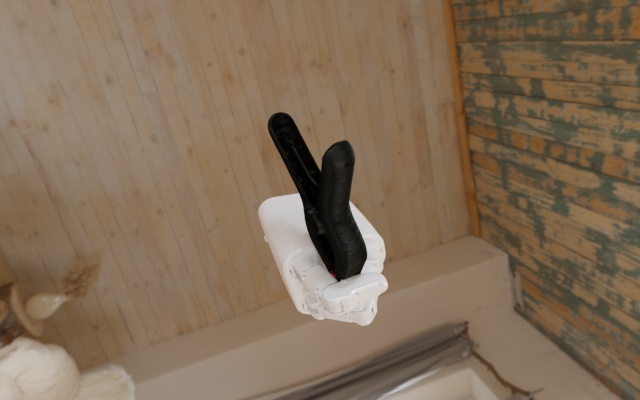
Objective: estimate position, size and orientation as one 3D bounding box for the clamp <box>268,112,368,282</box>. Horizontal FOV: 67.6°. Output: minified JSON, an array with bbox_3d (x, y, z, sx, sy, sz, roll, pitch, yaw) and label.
[{"bbox_3d":[0.001,0.001,0.428,0.039,0.172,0.120,-22,39,-16],"label":"clamp"}]
